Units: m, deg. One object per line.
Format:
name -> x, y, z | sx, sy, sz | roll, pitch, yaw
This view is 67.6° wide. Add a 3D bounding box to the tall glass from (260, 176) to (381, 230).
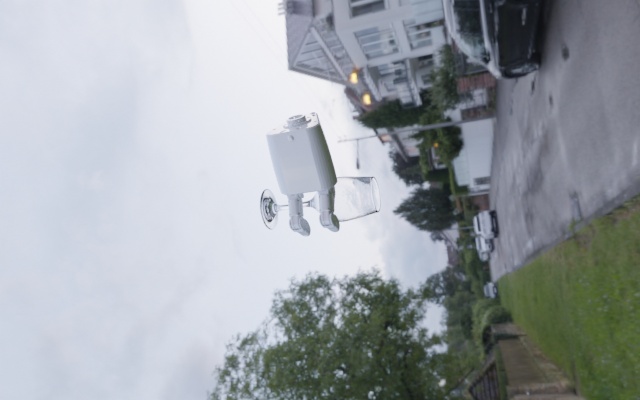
tall glass -> 0.000, 0.003, 0.835 | 0.201, 0.079, 0.079 | -8, -2, 18
